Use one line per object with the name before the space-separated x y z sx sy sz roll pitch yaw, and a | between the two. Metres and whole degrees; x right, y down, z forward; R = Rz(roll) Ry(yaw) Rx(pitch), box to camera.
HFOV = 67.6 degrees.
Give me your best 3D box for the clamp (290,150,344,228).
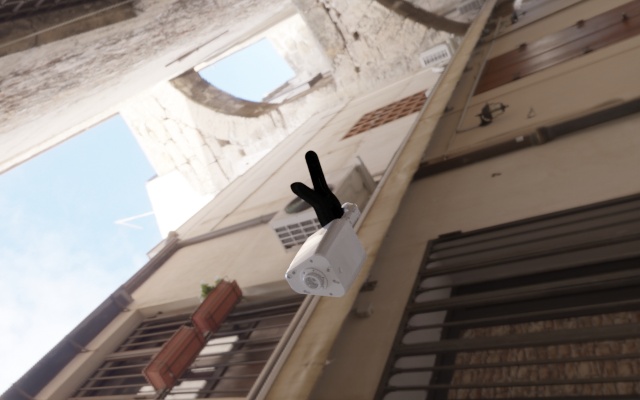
clamp | 0.000 0.003 0.877 0.039 0.171 0.120 -17 21 33
